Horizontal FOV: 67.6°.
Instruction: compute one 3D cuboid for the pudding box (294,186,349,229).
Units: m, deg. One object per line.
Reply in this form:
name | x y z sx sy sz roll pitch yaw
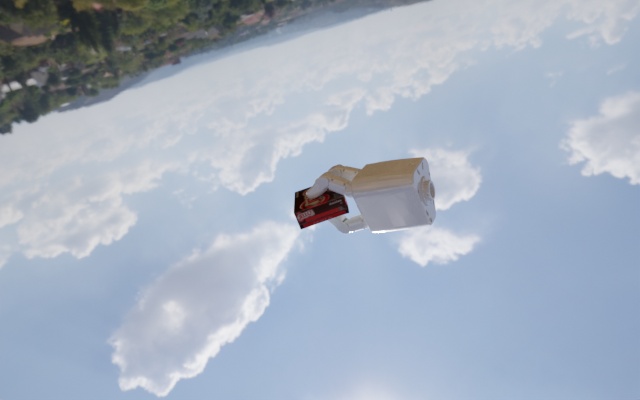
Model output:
pudding box | 0.000 0.003 0.847 0.090 0.039 0.113 -19 17 4
